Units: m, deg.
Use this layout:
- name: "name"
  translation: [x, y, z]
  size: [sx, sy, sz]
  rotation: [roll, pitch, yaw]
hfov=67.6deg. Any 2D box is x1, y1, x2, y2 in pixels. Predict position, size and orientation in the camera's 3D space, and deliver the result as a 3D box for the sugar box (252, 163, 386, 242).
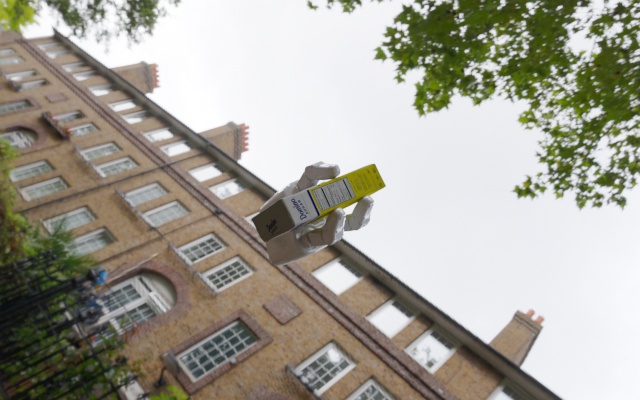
- name: "sugar box"
  translation: [0.000, 0.003, 0.672]
  size: [0.176, 0.048, 0.093]
  rotation: [-26, -3, -37]
